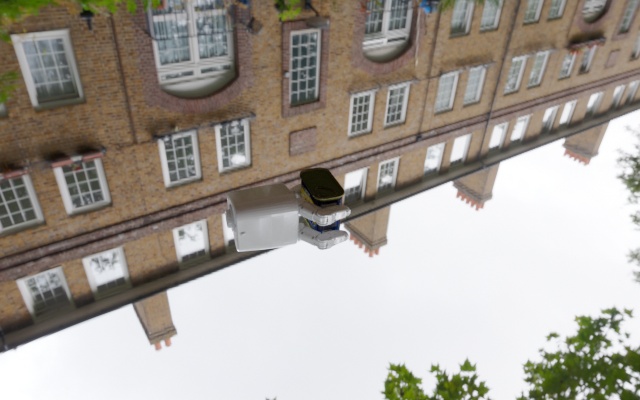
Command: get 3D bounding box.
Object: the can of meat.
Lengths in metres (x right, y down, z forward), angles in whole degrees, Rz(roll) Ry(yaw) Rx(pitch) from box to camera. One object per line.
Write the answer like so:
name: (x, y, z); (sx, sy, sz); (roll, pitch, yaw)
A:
can of meat: (0.000, 0.003, 0.852); (0.057, 0.084, 0.102); (-10, 36, -19)
